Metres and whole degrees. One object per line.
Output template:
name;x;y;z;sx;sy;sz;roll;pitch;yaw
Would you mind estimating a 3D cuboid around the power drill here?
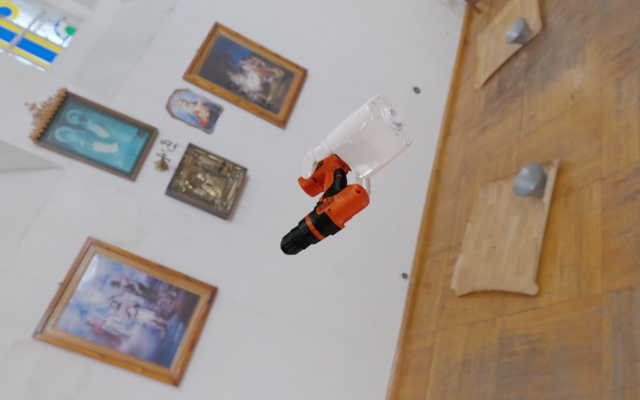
power drill;0.000;0.002;0.884;0.184;0.057;0.187;-35;29;15
